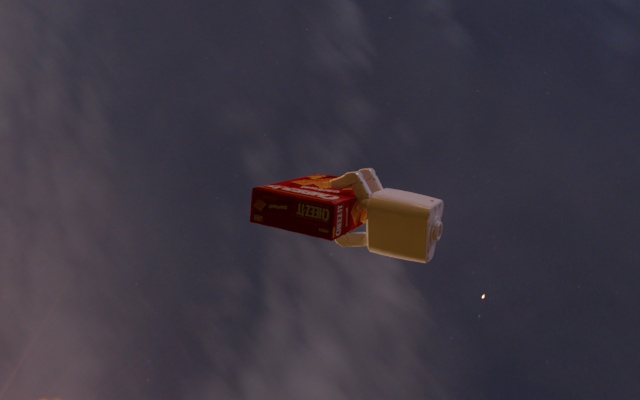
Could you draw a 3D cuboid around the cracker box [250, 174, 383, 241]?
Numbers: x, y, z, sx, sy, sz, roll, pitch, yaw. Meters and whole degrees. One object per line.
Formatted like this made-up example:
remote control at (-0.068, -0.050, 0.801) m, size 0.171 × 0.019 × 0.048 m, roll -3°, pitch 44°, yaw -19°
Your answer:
cracker box at (0.000, 0.003, 0.875) m, size 0.164 × 0.072 × 0.213 m, roll 10°, pitch 14°, yaw 27°
